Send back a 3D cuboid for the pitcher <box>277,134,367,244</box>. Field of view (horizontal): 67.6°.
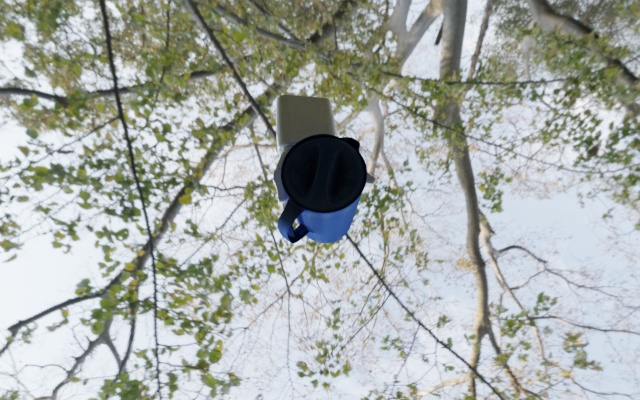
[{"bbox_3d":[0.000,0.003,0.838,0.149,0.145,0.243,-7,-20,-2],"label":"pitcher"}]
